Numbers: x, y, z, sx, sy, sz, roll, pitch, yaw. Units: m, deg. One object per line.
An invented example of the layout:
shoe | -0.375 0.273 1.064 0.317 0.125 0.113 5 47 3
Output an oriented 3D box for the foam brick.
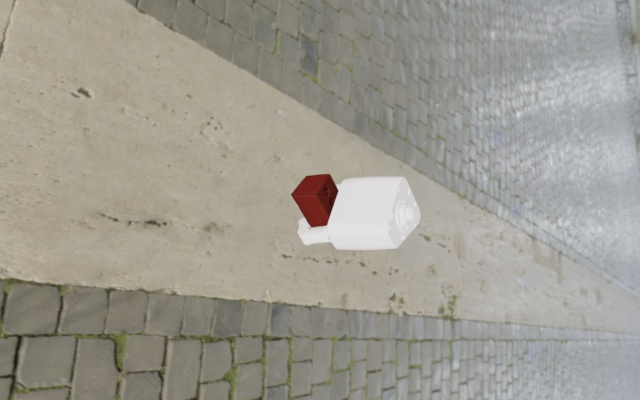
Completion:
foam brick | 0.000 0.002 0.774 0.051 0.078 0.053 -2 40 38
